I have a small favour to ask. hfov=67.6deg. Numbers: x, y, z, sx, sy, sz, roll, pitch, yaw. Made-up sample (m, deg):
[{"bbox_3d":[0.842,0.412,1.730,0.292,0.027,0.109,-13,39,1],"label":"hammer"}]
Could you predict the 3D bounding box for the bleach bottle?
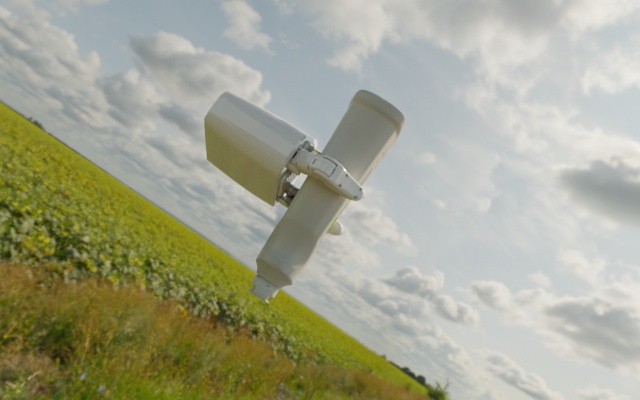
[{"bbox_3d":[0.000,0.002,0.541,0.068,0.251,0.102,33,-11,6],"label":"bleach bottle"}]
